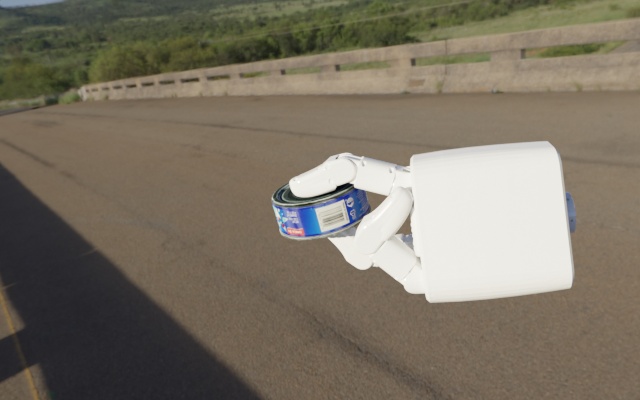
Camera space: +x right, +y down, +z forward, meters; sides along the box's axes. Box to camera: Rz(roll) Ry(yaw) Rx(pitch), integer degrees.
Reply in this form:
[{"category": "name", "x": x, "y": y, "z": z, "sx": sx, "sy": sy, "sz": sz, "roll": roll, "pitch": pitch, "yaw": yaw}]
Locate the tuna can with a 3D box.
[{"category": "tuna can", "x": 0.000, "y": 0.001, "z": 0.431, "sx": 0.086, "sy": 0.034, "sz": 0.086, "roll": -13, "pitch": 20, "yaw": 5}]
